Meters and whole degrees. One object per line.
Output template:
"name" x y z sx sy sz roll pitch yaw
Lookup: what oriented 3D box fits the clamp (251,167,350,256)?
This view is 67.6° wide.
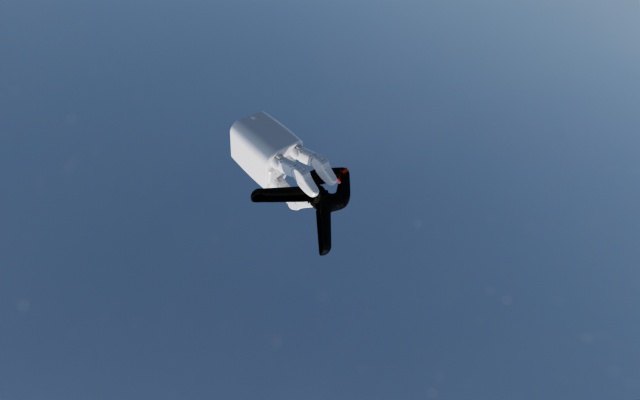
"clamp" 0.000 0.003 0.857 0.210 0.164 0.036 -33 -20 -44
